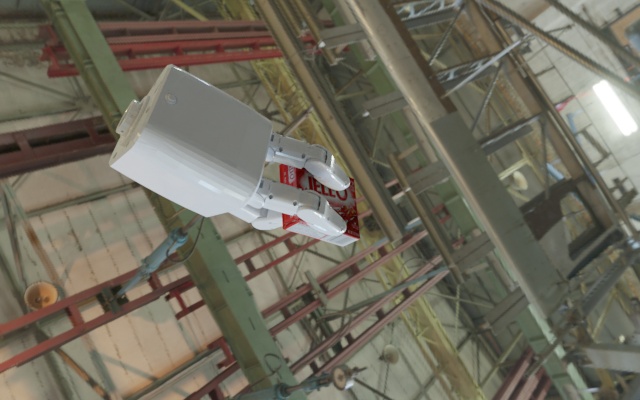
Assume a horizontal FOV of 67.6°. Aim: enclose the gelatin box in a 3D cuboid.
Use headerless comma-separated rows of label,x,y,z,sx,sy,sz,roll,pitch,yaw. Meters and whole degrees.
gelatin box,0.000,0.002,0.496,0.089,0.073,0.030,20,-35,-40
